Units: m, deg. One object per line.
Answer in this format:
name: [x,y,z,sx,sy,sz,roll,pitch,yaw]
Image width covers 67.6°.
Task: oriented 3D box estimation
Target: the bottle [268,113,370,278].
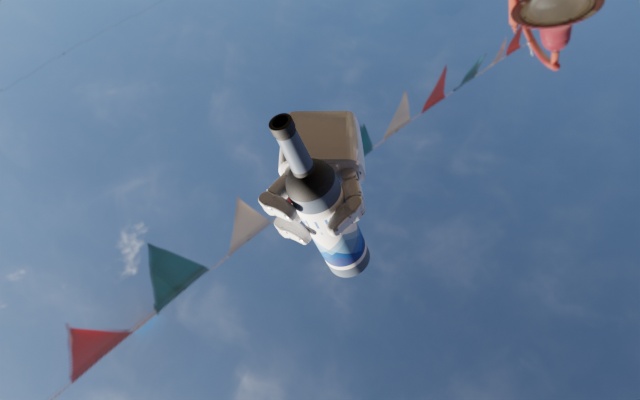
bottle: [0.000,0.002,0.627,0.069,0.069,0.296,0,-37,22]
